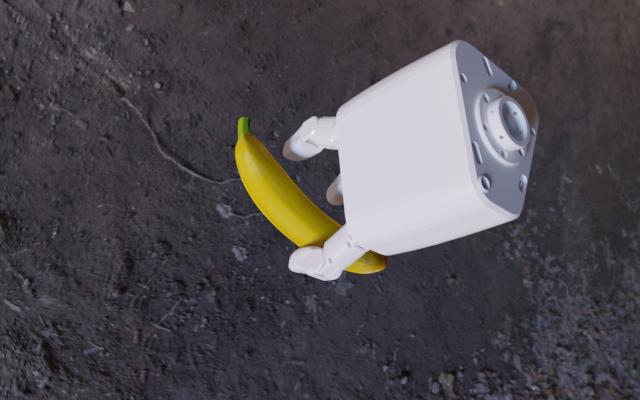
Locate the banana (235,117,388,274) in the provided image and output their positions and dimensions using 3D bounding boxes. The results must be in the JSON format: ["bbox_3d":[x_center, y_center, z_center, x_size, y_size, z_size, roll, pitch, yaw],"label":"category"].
[{"bbox_3d":[-0.010,0.011,0.423,0.037,0.198,0.069,-28,21,44],"label":"banana"}]
